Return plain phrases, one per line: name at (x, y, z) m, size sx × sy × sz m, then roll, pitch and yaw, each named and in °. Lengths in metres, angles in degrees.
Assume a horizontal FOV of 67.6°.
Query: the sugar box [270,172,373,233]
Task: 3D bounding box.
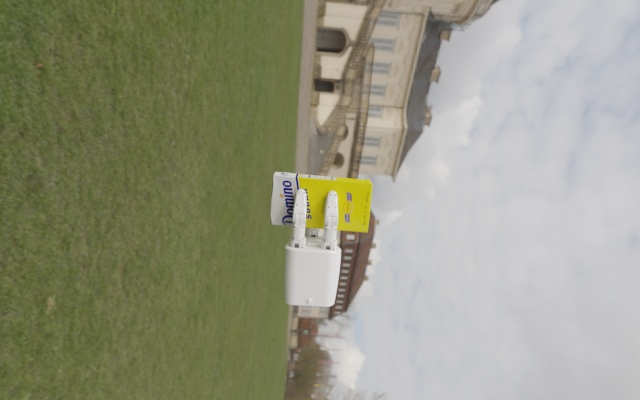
sugar box at (0.000, 0.003, 0.856) m, size 0.176 × 0.093 × 0.048 m, roll 3°, pitch 13°, yaw -3°
